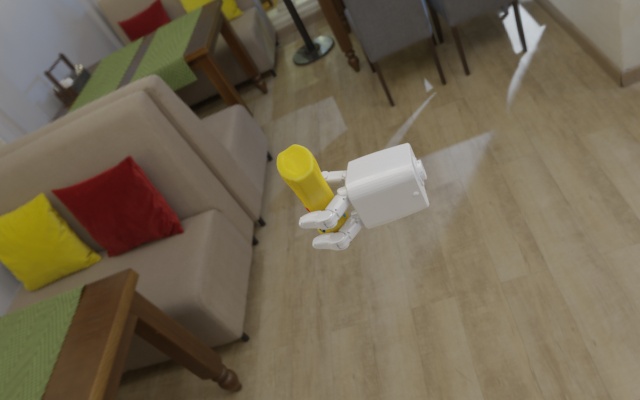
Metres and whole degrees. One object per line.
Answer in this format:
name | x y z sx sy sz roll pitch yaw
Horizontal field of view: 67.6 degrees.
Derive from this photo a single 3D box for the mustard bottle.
mustard bottle | 0.000 0.003 0.779 0.058 0.192 0.096 -35 39 -2
